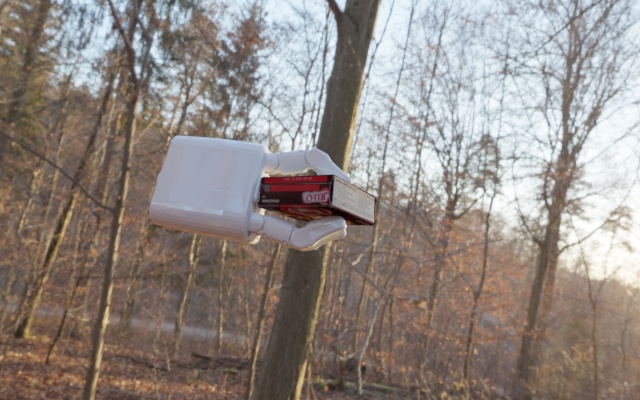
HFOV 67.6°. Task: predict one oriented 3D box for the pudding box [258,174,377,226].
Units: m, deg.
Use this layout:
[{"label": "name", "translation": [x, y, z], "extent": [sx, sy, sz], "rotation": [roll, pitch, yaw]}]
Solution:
[{"label": "pudding box", "translation": [0.000, 0.002, 0.528], "extent": [0.090, 0.039, 0.113], "rotation": [1, -9, 31]}]
